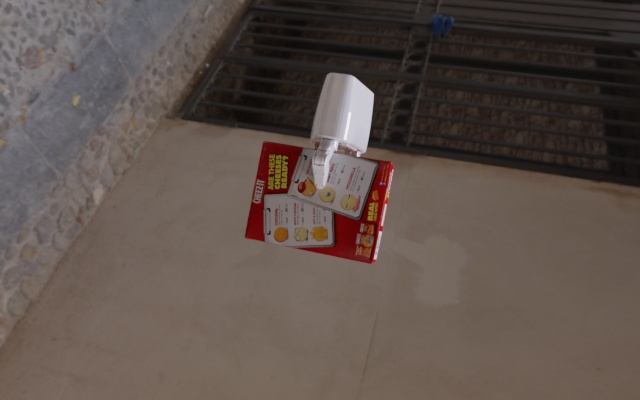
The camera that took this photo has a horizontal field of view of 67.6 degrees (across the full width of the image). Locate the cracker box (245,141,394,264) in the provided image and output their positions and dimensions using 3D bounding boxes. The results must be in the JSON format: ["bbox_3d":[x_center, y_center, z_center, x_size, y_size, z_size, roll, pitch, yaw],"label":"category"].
[{"bbox_3d":[0.000,0.003,0.782,0.213,0.164,0.072,10,-3,12],"label":"cracker box"}]
